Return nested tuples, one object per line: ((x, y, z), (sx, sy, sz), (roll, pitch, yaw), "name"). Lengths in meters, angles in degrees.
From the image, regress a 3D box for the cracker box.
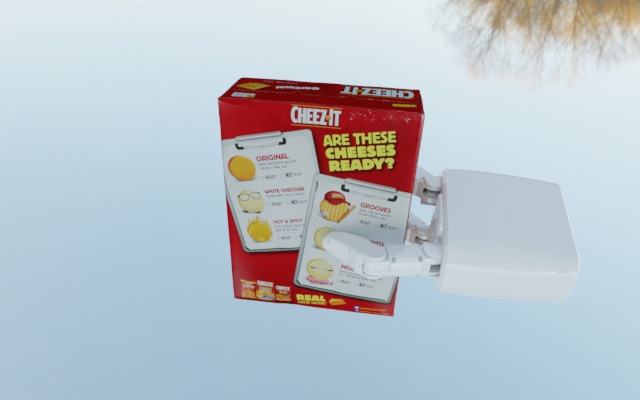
((0.000, 0.002, 0.447), (0.164, 0.214, 0.072), (5, 31, 6), "cracker box")
